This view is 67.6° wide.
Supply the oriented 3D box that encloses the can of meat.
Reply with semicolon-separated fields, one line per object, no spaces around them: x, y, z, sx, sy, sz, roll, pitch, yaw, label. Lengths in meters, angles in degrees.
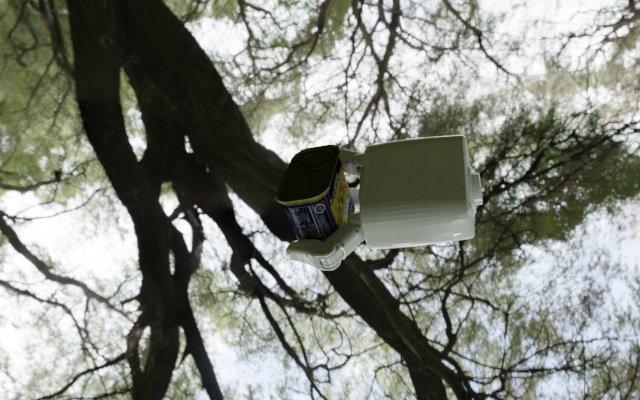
0.000;0.002;0.521;0.057;0.084;0.102;-8;35;19;can of meat
